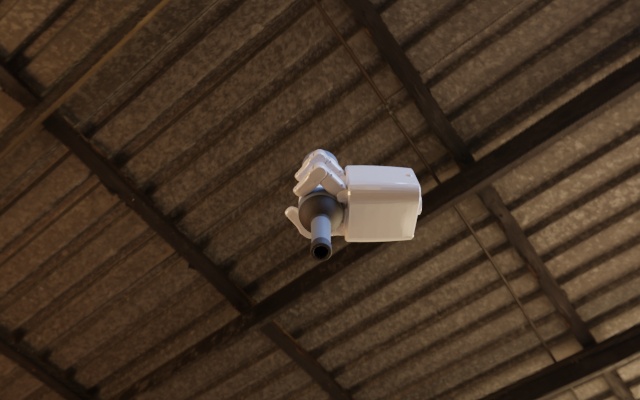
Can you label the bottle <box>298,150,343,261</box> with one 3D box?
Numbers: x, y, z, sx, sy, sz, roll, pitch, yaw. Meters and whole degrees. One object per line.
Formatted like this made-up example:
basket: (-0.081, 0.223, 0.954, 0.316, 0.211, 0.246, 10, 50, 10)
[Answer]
bottle: (0.000, 0.002, 0.734, 0.069, 0.069, 0.295, 0, 25, 0)
